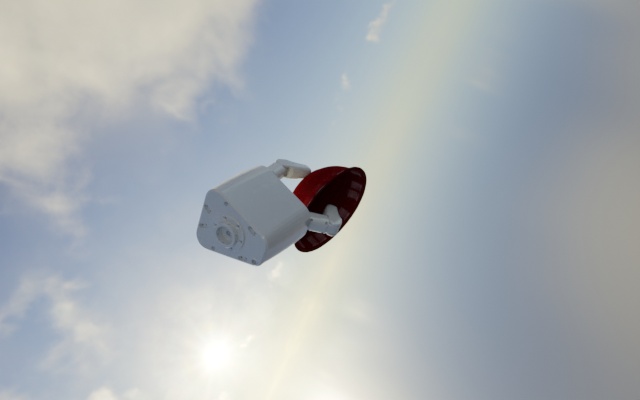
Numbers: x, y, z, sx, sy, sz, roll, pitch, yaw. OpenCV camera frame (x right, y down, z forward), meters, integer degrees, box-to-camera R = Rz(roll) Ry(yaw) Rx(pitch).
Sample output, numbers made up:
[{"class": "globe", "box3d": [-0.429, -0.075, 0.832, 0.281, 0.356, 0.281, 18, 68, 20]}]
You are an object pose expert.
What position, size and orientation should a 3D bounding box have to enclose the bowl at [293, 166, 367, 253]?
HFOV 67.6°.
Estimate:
[{"class": "bowl", "box3d": [0.000, 0.002, 0.756, 0.055, 0.162, 0.162, 38, 19, 26]}]
